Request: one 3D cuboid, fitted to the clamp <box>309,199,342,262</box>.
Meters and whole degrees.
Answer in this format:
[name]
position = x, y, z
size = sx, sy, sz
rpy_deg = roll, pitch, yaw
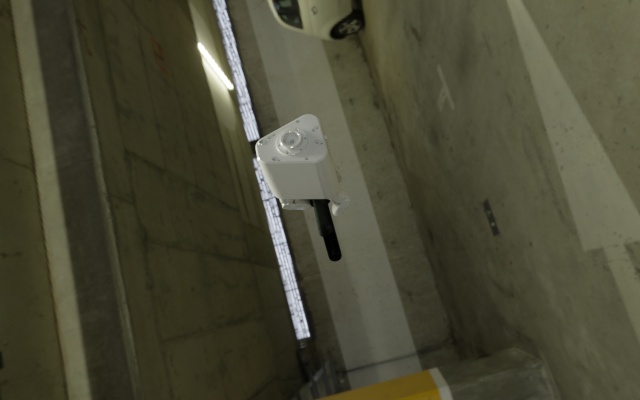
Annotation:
[clamp]
position = -0.001, 0.002, 0.860
size = 0.036, 0.209, 0.165
rpy_deg = -14, -30, 0
